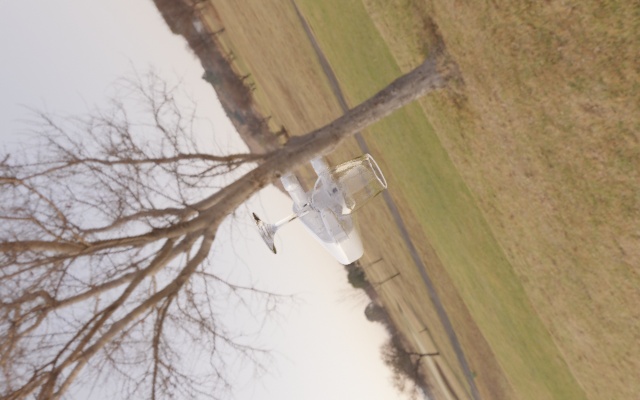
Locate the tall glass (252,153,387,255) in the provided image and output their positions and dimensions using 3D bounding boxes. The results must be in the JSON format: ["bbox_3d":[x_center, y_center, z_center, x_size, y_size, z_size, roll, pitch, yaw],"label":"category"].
[{"bbox_3d":[-0.001,0.003,0.732,0.201,0.079,0.079,-29,-1,1],"label":"tall glass"}]
